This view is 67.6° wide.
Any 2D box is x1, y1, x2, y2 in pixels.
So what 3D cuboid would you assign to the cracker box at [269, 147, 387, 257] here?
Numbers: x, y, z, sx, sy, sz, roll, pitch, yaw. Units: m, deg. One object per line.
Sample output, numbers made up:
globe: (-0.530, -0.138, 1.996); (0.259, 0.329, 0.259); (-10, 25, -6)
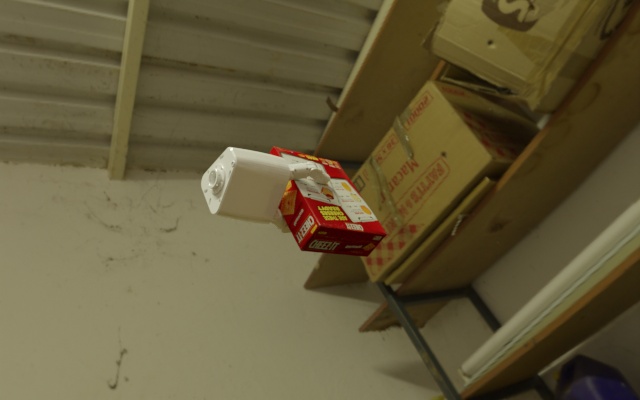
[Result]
cracker box: (0.000, 0.003, 0.885); (0.164, 0.072, 0.213); (10, 37, -40)
